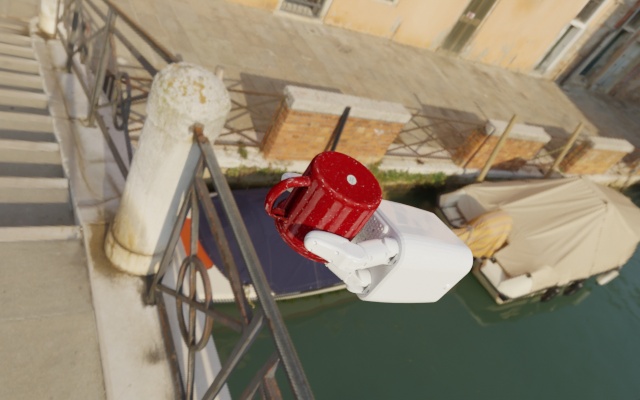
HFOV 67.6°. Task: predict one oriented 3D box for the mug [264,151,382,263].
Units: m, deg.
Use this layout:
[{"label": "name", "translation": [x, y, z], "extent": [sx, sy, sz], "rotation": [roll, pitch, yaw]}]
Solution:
[{"label": "mug", "translation": [-0.001, 0.001, 0.487], "extent": [0.117, 0.093, 0.081], "rotation": [11, -48, -30]}]
